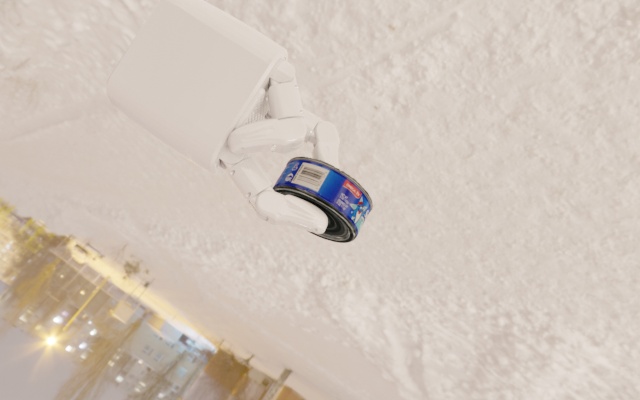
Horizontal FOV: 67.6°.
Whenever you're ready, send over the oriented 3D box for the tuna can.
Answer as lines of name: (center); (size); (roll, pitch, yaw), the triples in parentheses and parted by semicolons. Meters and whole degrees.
tuna can: (0.000, 0.002, 0.419); (0.086, 0.033, 0.086); (25, -22, 11)
